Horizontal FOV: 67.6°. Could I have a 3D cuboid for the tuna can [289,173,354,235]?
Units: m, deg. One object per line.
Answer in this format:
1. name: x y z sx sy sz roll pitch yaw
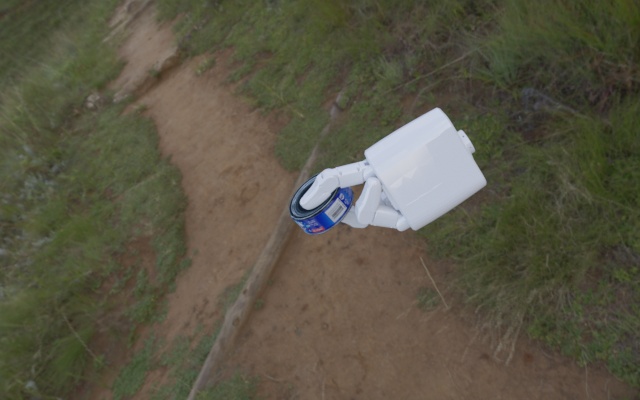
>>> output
1. tuna can: 0.000 0.002 0.636 0.086 0.086 0.034 0 -39 48
